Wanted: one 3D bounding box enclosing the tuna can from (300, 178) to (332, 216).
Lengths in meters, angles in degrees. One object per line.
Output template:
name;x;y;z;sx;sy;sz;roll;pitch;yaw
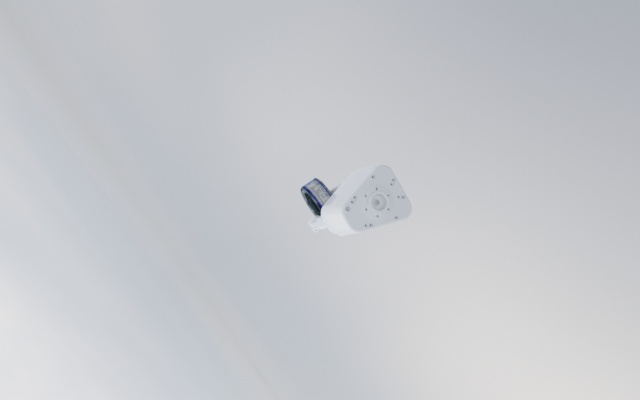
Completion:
tuna can;0.000;0.003;0.875;0.034;0.086;0.086;-34;8;-12
